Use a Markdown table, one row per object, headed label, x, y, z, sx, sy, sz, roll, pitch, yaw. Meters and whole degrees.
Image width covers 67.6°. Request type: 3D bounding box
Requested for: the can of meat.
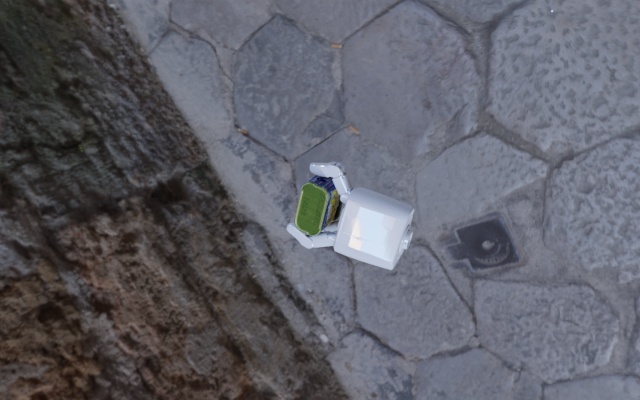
| label | x | y | z | sx | sy | sz | roll | pitch | yaw |
| --- | --- | --- | --- | --- | --- | --- | --- | --- | --- |
| can of meat | 0.000 | 0.003 | 0.841 | 0.057 | 0.102 | 0.084 | 22 | 28 | 16 |
